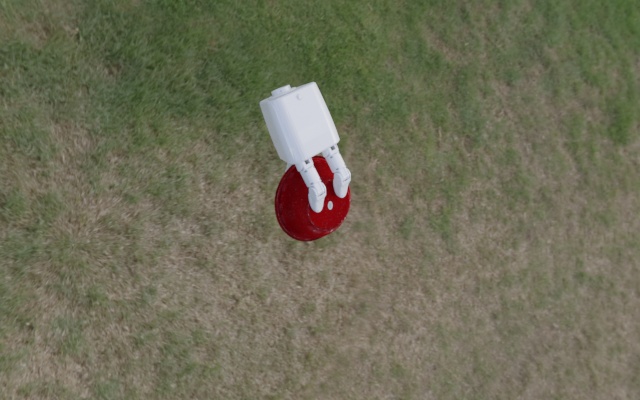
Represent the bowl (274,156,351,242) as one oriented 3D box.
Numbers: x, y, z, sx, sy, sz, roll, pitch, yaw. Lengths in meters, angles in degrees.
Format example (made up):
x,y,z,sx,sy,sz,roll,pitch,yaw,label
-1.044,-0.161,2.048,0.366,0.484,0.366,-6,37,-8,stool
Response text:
x,y,z,sx,sy,sz,roll,pitch,yaw,label
0.001,0.004,0.857,0.162,0.162,0.055,0,12,-36,bowl
